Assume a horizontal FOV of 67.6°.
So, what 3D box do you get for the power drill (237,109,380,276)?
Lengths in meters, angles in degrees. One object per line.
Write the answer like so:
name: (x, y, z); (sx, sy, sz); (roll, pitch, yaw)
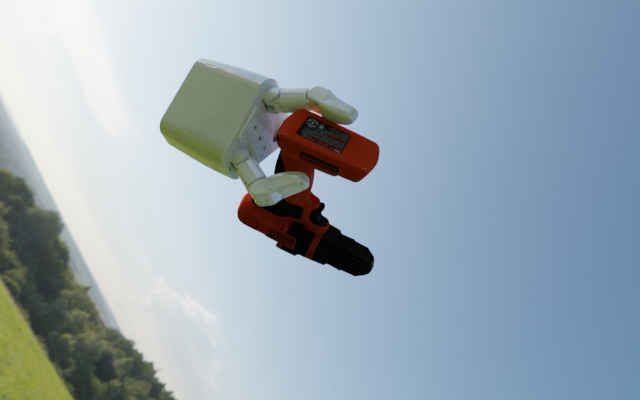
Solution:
power drill: (0.000, 0.001, 0.548); (0.184, 0.057, 0.188); (25, -44, 1)
